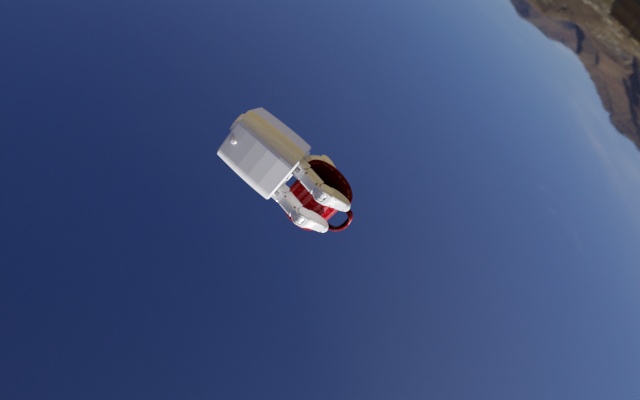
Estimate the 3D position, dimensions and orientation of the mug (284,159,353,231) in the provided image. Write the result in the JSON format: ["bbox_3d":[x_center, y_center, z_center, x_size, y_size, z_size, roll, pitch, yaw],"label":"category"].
[{"bbox_3d":[0.001,0.004,0.776,0.081,0.117,0.093,-45,6,33],"label":"mug"}]
